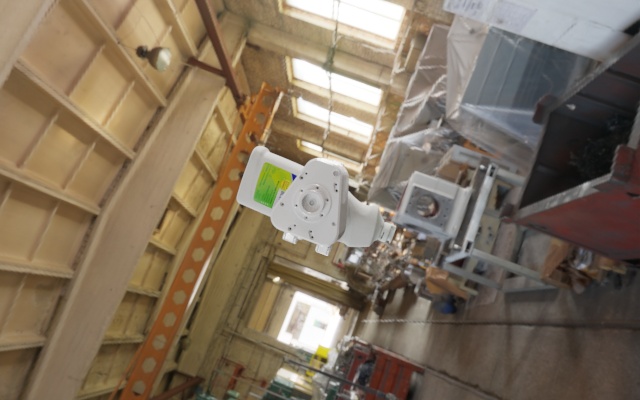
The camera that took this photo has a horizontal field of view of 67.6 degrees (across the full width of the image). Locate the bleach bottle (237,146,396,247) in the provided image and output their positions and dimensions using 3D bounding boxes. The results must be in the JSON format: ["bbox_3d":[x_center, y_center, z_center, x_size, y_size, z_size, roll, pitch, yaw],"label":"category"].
[{"bbox_3d":[0.000,0.003,0.762,0.251,0.102,0.068,20,5,5],"label":"bleach bottle"}]
